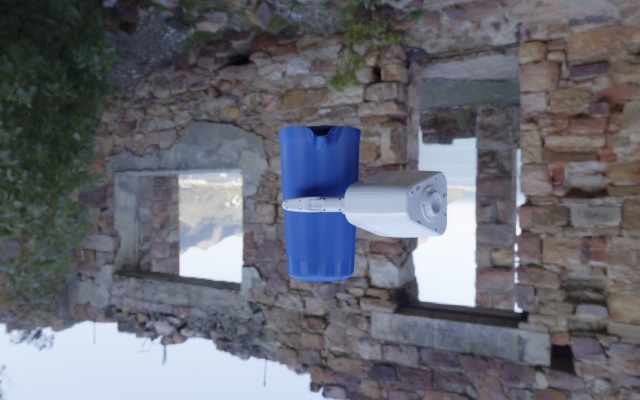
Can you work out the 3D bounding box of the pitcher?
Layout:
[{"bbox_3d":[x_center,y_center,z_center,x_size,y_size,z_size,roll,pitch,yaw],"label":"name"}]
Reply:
[{"bbox_3d":[0.000,0.003,0.783,0.145,0.243,0.149,-1,-1,43],"label":"pitcher"}]
